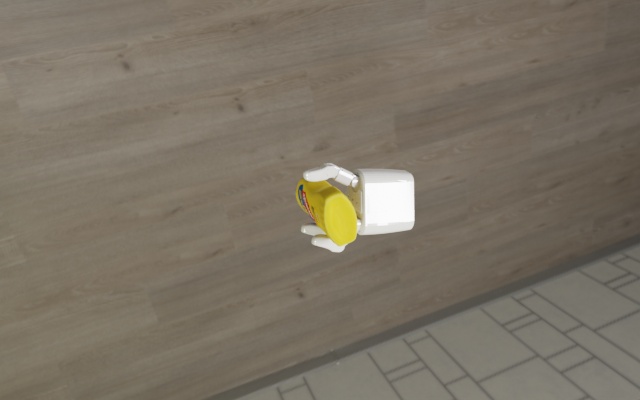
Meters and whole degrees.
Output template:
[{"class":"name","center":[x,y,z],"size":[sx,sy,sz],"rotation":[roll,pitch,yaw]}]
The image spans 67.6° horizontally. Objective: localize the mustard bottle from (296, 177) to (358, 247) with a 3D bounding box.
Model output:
[{"class":"mustard bottle","center":[0.000,0.003,0.853],"size":[0.058,0.096,0.191],"rotation":[-25,26,-12]}]
